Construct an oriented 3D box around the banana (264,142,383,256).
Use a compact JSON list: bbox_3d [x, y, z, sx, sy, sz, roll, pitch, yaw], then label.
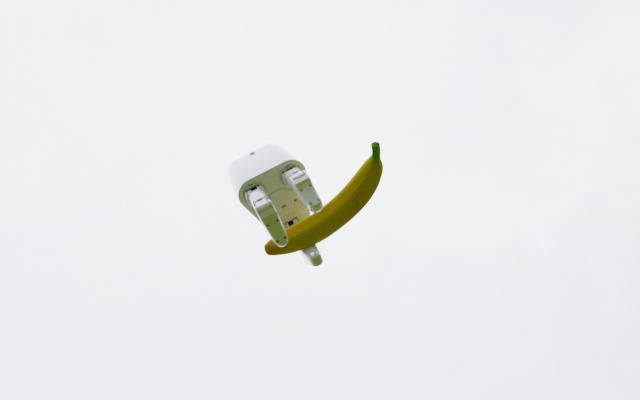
[{"bbox_3d":[0.014,0.009,0.612,0.070,0.198,0.037,39,10,-37],"label":"banana"}]
